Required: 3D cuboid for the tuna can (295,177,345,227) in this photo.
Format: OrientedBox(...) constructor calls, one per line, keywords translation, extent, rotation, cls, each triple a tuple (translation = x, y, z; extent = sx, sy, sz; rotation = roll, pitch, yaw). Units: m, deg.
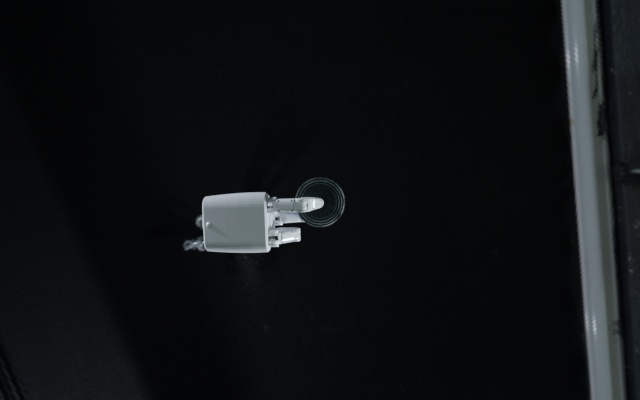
OrientedBox(translation=(0.000, 0.003, 0.836), extent=(0.086, 0.086, 0.034), rotation=(0, 2, 4), cls="tuna can")
